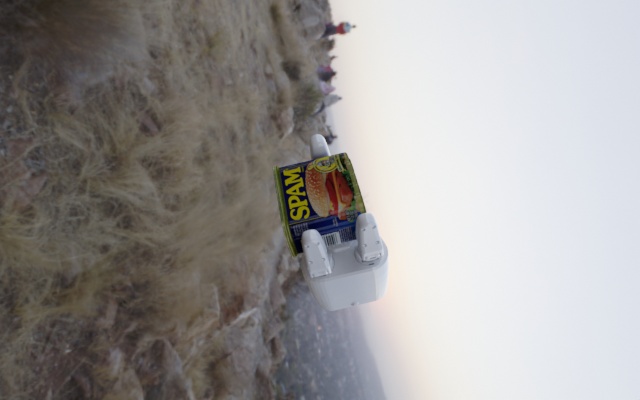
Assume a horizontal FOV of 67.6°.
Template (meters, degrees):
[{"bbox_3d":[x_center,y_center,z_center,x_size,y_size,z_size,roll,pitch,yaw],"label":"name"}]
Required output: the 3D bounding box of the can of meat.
[{"bbox_3d":[0.000,0.001,0.506,0.084,0.102,0.057,-13,-38,0],"label":"can of meat"}]
